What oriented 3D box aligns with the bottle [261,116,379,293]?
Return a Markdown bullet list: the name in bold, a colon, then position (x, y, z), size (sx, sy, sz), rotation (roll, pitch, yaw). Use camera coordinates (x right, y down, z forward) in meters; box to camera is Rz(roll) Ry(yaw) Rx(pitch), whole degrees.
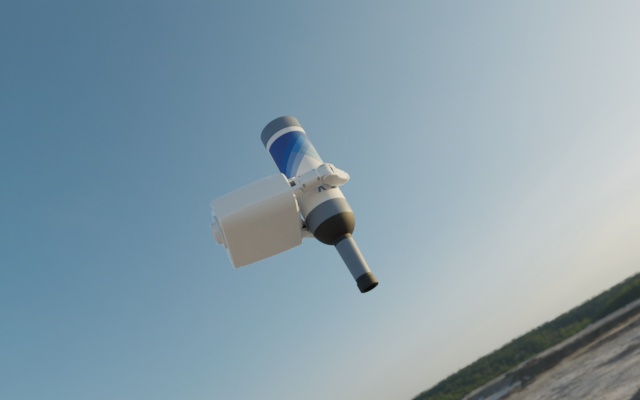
- **bottle**: position (0.000, 0.002, 0.698), size (0.069, 0.295, 0.069), rotation (-23, -27, -13)
